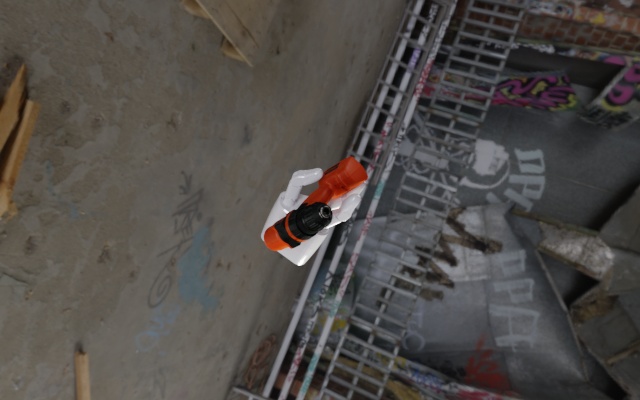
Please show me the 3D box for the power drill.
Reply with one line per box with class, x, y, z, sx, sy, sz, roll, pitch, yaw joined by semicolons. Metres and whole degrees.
power drill;0.000;0.002;0.805;0.187;0.057;0.184;-44;10;-35
